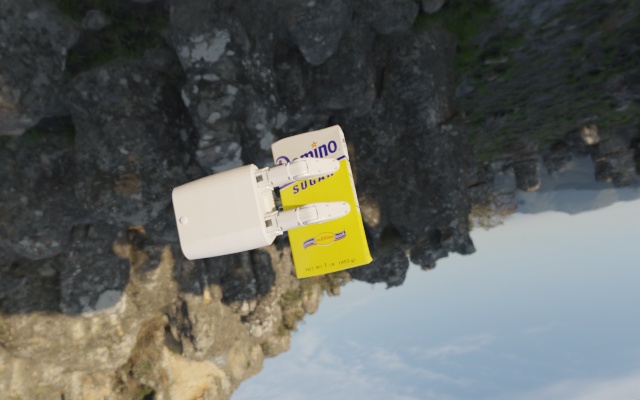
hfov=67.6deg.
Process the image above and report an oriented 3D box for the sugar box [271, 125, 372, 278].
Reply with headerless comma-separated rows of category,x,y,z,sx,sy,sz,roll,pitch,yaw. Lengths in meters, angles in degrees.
sugar box,0.000,0.002,0.602,0.093,0.176,0.048,-14,-7,9
